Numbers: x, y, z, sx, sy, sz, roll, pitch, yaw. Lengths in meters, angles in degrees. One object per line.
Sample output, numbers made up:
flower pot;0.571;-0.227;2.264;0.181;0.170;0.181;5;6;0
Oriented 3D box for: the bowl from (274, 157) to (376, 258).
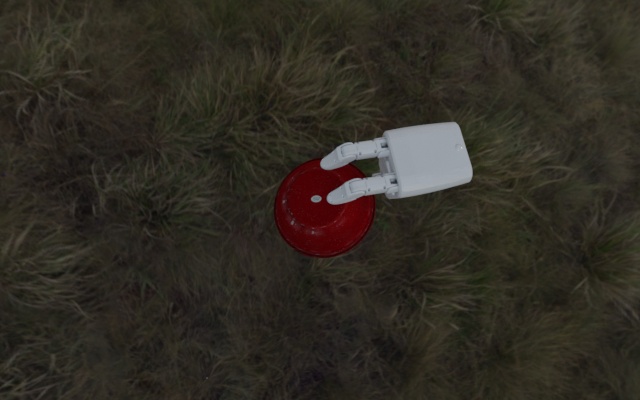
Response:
bowl;-0.001;0.003;0.714;0.162;0.162;0.055;0;-15;12
